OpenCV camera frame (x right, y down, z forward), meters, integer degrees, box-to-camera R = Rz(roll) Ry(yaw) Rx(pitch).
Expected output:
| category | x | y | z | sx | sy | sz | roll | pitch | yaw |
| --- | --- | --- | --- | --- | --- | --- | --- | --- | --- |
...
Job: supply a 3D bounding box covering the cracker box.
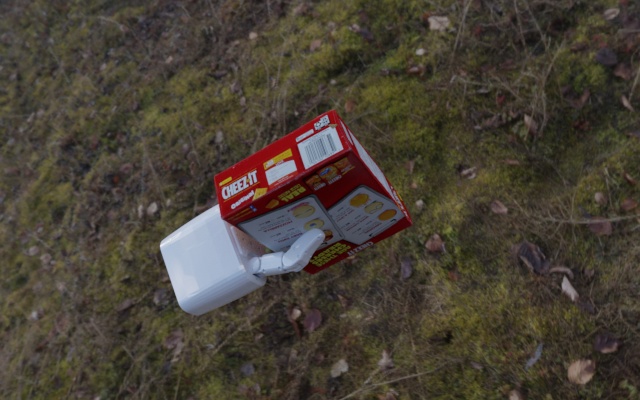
| category | x | y | z | sx | sy | sz | roll | pitch | yaw |
| --- | --- | --- | --- | --- | --- | --- | --- | --- | --- |
| cracker box | 0.000 | 0.002 | 0.594 | 0.164 | 0.072 | 0.214 | -28 | -34 | 15 |
